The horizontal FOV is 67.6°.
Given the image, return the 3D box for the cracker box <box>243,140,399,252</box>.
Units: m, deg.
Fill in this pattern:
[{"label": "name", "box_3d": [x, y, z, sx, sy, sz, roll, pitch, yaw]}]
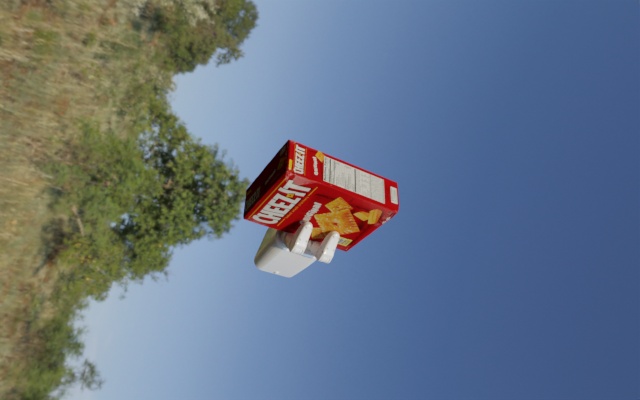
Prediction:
[{"label": "cracker box", "box_3d": [0.000, 0.003, 0.812, 0.214, 0.072, 0.164, 19, -38, -25]}]
